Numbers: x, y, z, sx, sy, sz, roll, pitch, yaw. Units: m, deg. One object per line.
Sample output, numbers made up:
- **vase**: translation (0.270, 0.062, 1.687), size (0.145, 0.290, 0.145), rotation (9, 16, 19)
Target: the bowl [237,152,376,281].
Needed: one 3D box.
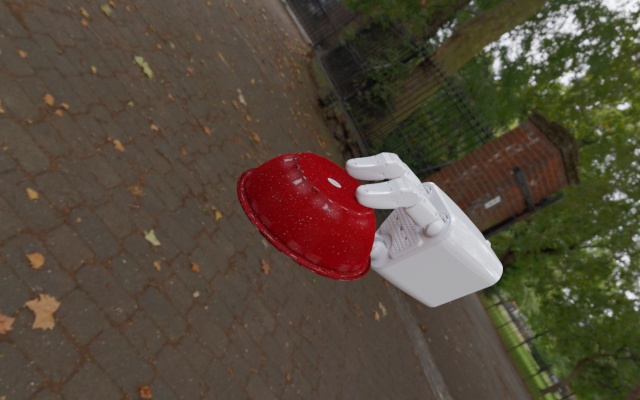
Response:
- **bowl**: translation (-0.001, 0.001, 0.474), size (0.162, 0.055, 0.162), rotation (30, 24, -15)
